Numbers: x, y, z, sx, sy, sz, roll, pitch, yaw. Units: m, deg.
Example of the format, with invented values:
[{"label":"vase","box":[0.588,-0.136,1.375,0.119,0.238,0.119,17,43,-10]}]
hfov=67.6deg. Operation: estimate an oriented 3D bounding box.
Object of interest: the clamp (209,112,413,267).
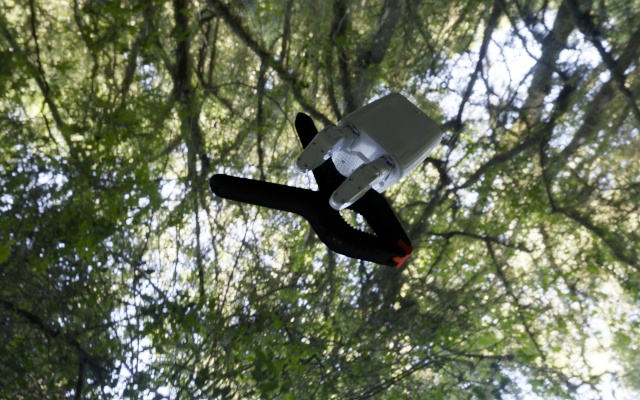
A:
[{"label":"clamp","box":[0.000,0.002,0.505,0.164,0.210,0.036,-37,-16,-38]}]
